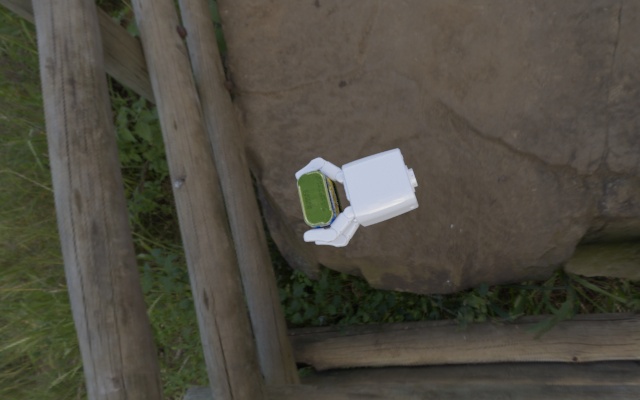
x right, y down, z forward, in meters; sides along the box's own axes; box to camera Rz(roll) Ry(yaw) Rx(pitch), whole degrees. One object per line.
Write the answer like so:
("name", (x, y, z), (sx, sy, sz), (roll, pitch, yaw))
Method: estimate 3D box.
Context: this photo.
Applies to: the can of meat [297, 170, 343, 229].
("can of meat", (0.000, 0.003, 0.849), (0.057, 0.102, 0.084), (-16, -13, 11))
